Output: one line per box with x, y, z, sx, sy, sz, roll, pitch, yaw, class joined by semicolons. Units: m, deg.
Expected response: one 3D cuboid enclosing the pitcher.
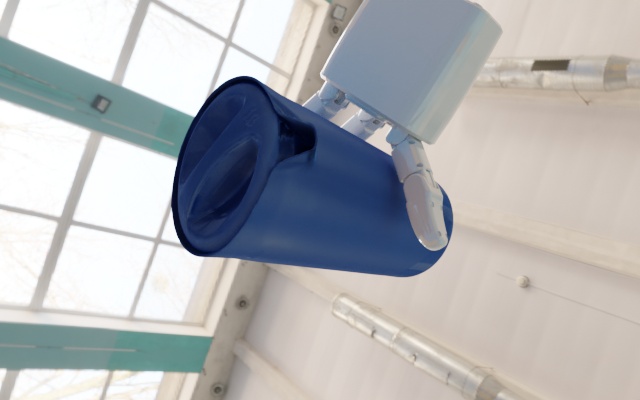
0.000;0.001;0.422;0.243;0.145;0.149;18;19;-41;pitcher
